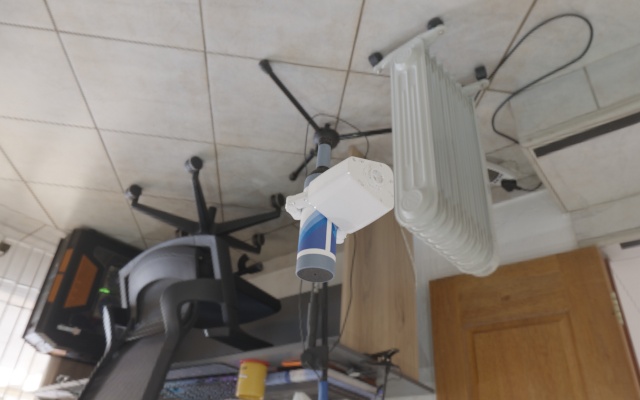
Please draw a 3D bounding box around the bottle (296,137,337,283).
[{"bbox_3d":[0.000,0.003,0.888,0.069,0.295,0.069,3,-32,2],"label":"bottle"}]
